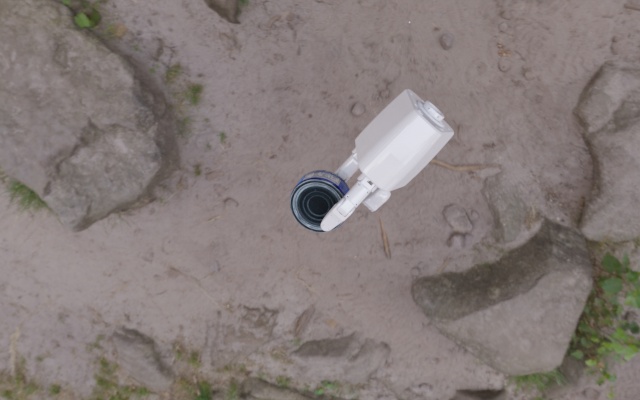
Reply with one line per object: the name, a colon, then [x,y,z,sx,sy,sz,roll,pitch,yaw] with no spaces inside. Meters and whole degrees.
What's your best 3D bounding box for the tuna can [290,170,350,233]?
tuna can: [0.000,0.003,0.682,0.086,0.086,0.033,0,24,15]
